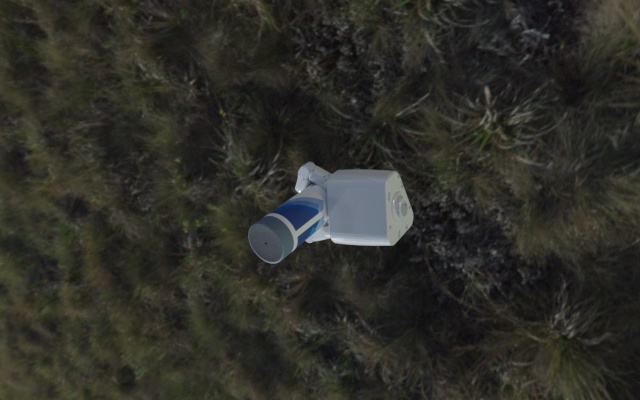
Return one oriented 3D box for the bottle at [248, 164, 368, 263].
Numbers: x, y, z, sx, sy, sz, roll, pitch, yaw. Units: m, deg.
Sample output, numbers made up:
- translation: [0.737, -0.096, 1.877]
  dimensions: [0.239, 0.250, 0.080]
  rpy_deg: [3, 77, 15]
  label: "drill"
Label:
- translation: [0.000, 0.003, 0.799]
  dimensions: [0.069, 0.069, 0.295]
  rpy_deg: [0, 24, 36]
  label: "bottle"
